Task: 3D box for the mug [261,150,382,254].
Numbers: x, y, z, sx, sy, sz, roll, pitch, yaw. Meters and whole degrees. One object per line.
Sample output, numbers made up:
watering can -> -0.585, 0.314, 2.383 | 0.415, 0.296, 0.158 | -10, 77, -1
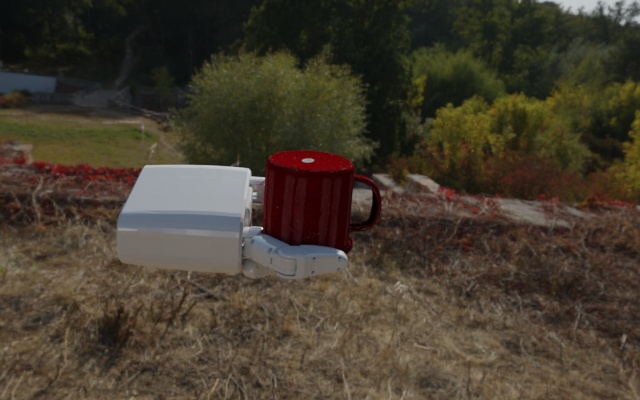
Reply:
mug -> 0.002, 0.001, 0.447 | 0.117, 0.081, 0.093 | 3, 19, -5
